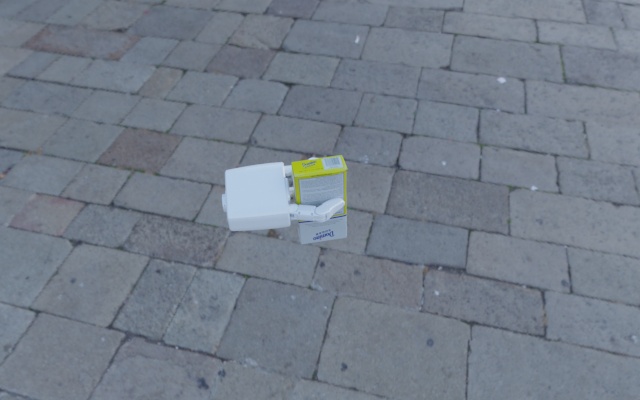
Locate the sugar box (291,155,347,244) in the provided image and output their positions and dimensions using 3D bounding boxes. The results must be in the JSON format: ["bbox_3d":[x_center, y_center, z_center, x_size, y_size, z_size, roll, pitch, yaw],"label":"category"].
[{"bbox_3d":[0.000,0.002,0.872,0.093,0.048,0.176,-8,-43,-6],"label":"sugar box"}]
